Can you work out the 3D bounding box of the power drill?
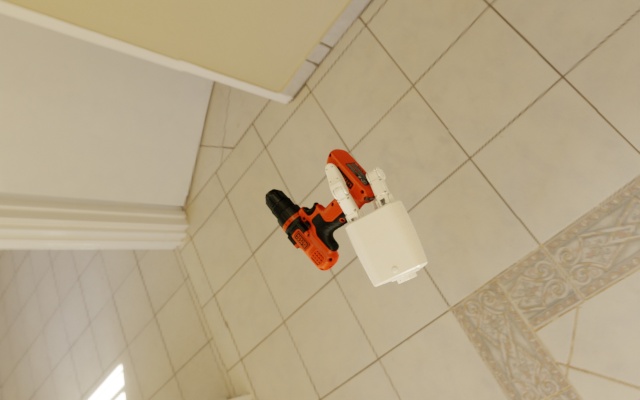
[{"bbox_3d":[0.001,0.003,0.833,0.057,0.184,0.188,-18,-29,-56],"label":"power drill"}]
